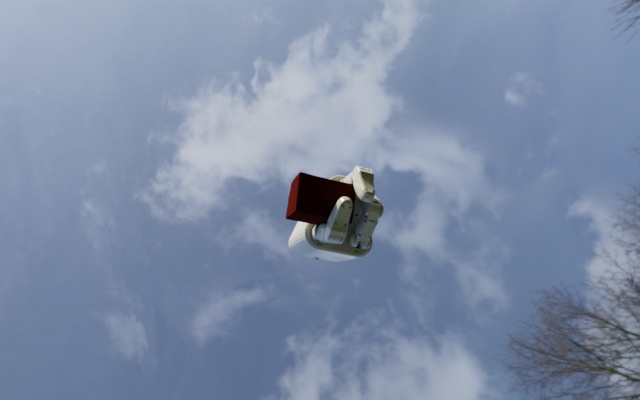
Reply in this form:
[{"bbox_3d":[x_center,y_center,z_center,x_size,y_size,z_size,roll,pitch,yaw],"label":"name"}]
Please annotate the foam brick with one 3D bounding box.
[{"bbox_3d":[0.000,0.002,0.615,0.078,0.053,0.051,13,-16,-16],"label":"foam brick"}]
